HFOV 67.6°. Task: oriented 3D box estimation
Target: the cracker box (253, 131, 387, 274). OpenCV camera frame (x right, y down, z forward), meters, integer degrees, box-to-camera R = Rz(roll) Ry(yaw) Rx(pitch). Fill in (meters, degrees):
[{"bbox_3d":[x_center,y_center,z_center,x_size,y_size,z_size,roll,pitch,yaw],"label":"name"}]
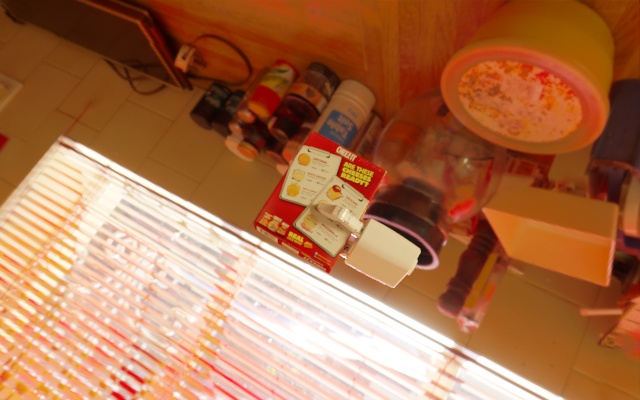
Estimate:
[{"bbox_3d":[0.000,0.003,0.895,0.164,0.213,0.072,30,-17,5],"label":"cracker box"}]
